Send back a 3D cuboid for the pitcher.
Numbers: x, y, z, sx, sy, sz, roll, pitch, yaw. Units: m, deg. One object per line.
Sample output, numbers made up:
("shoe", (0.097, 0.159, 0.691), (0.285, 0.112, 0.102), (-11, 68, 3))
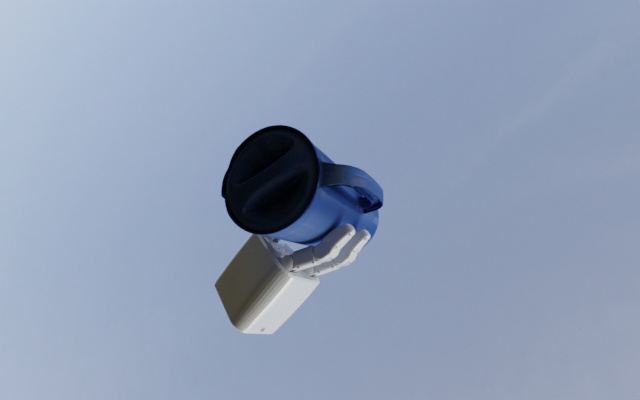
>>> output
("pitcher", (0.000, 0.002, 0.647), (0.149, 0.145, 0.243), (45, 9, 30))
